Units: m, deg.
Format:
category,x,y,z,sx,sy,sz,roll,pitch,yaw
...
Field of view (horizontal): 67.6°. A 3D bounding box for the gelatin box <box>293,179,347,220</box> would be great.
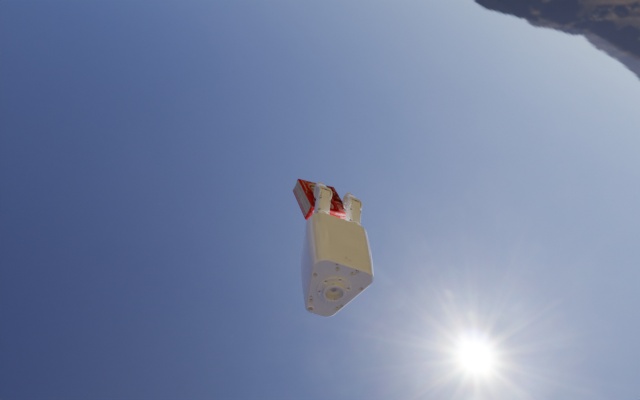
category,x,y,z,sx,sy,sz,roll,pitch,yaw
gelatin box,0.000,0.003,0.811,0.073,0.030,0.089,12,28,-27
